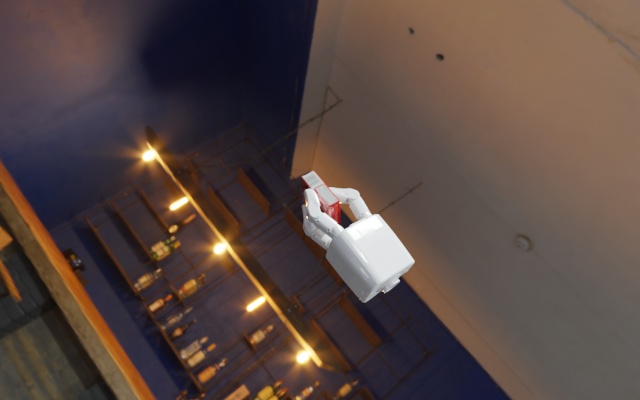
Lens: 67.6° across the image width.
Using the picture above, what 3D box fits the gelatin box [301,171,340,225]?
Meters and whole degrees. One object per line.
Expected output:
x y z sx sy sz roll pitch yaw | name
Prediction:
0.000 0.002 0.856 0.030 0.089 0.073 -27 -34 -19 | gelatin box
